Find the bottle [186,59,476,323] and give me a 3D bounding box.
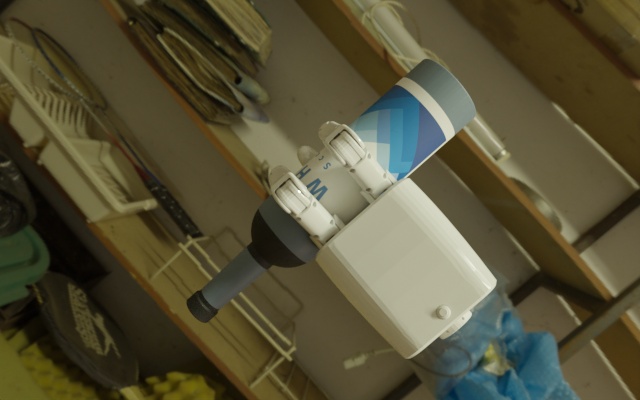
[{"bbox_3d":[0.000,0.001,0.417,0.296,0.069,0.069,-41,-3,3],"label":"bottle"}]
